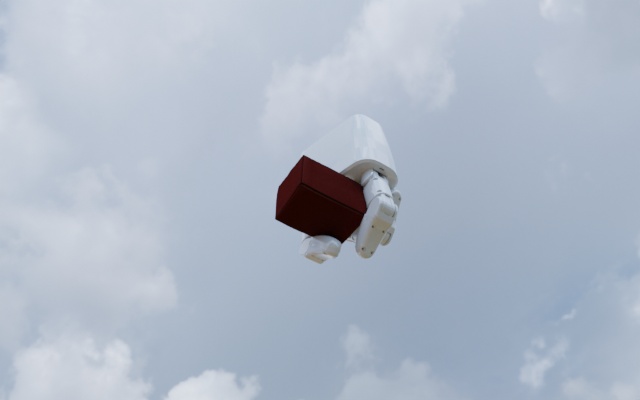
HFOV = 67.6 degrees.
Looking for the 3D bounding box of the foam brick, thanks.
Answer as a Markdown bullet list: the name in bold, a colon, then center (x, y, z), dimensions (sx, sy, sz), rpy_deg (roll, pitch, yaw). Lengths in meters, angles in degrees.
- **foam brick**: center (0.000, 0.001, 0.480), dimensions (0.078, 0.053, 0.051), rpy_deg (26, 34, -22)
